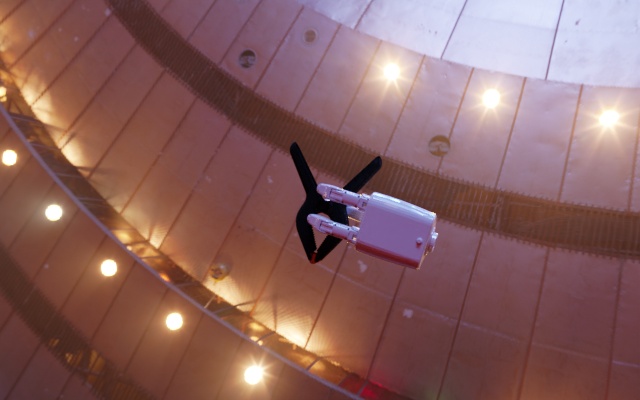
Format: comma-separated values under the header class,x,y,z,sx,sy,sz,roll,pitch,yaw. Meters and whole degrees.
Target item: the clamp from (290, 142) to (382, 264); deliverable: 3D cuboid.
class,x,y,z,sx,sy,sz,roll,pitch,yaw
clamp,0.000,0.003,0.830,0.164,0.210,0.036,19,4,16
